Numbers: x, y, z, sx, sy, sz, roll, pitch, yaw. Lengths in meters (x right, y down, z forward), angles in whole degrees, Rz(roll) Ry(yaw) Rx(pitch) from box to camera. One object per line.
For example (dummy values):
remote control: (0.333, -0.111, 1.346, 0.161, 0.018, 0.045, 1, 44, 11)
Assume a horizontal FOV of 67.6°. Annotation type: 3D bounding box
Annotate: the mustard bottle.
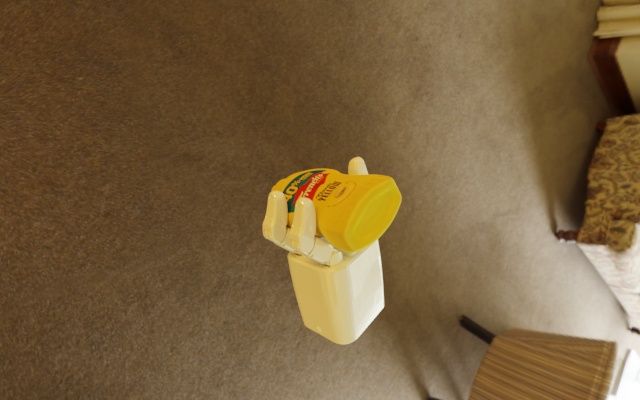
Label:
mustard bottle: (0.000, 0.002, 0.589, 0.191, 0.058, 0.096, 13, 54, 49)
